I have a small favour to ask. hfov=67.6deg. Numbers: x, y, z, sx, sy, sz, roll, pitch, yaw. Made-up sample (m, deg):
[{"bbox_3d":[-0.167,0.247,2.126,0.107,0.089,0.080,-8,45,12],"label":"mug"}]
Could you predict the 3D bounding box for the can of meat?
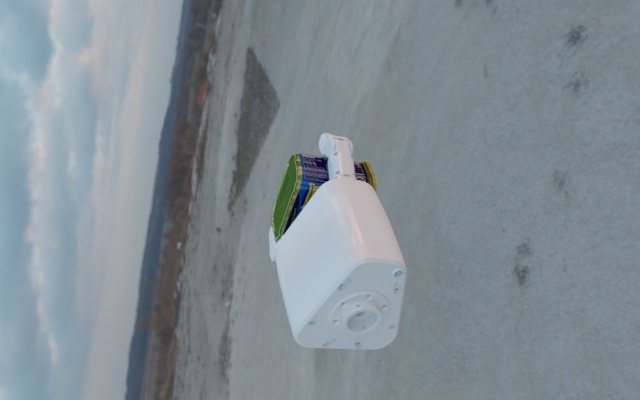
[{"bbox_3d":[0.000,0.002,0.508,0.084,0.102,0.057,7,38,-19],"label":"can of meat"}]
